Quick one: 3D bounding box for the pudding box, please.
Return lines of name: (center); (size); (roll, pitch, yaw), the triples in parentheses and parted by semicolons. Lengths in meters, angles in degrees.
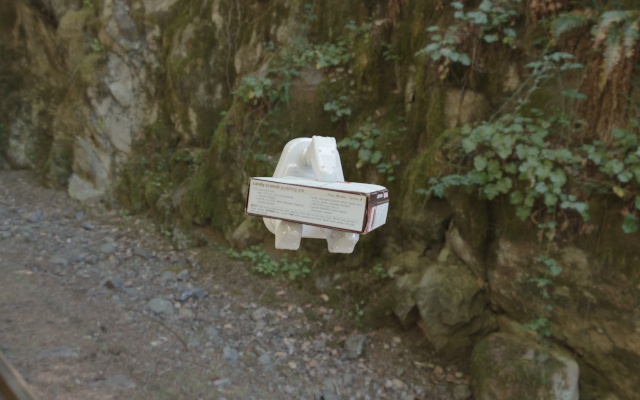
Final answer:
pudding box: (0.000, 0.001, 0.444); (0.113, 0.039, 0.090); (7, 6, 18)
